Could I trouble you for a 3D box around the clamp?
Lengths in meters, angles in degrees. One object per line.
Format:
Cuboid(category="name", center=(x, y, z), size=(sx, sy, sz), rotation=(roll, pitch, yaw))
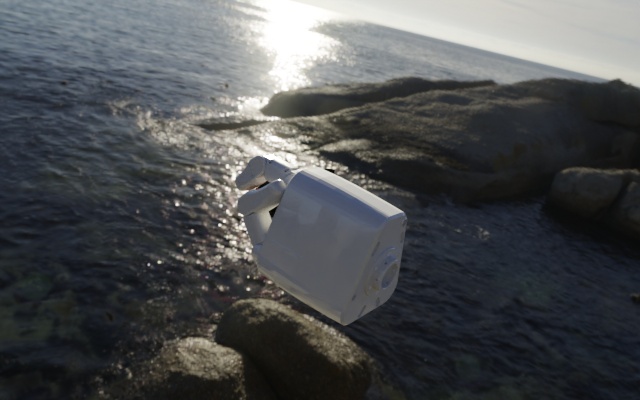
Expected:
Cuboid(category="clamp", center=(0.000, 0.001, 0.550), size=(0.120, 0.039, 0.171), rotation=(28, 25, 33))
